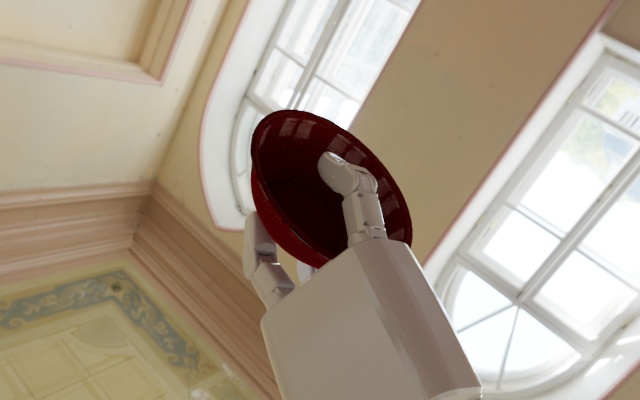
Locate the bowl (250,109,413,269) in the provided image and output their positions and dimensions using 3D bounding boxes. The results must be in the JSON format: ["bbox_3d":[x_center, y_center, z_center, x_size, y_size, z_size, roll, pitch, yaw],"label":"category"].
[{"bbox_3d":[0.000,0.001,0.403,0.162,0.162,0.055,0,-34,-44],"label":"bowl"}]
